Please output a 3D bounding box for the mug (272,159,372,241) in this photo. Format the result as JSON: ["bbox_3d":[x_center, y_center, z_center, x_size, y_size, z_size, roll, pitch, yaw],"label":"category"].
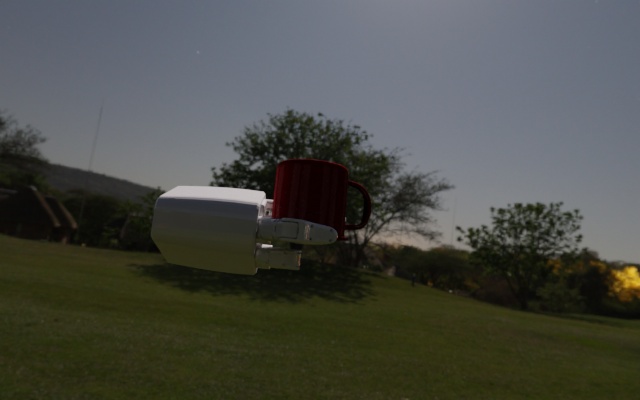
[{"bbox_3d":[0.002,0.002,0.536,0.117,0.081,0.093,6,-7,-5],"label":"mug"}]
